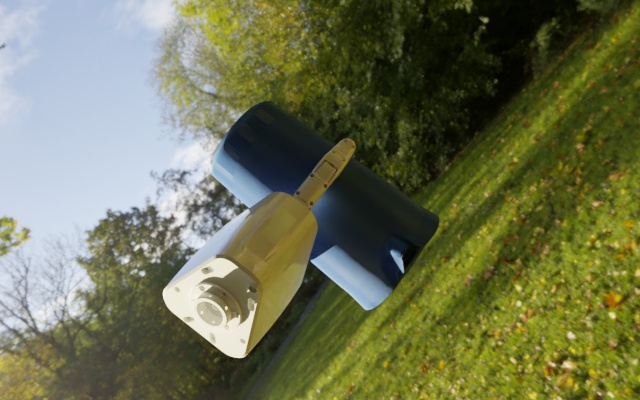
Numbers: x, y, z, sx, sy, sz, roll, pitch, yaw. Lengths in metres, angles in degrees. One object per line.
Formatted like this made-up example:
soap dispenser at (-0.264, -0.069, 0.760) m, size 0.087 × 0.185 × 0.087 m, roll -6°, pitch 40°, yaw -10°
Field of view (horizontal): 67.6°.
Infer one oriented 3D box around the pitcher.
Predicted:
pitcher at (0.000, 0.002, 0.552) m, size 0.243 × 0.149 × 0.145 m, roll 38°, pitch 38°, yaw 1°
